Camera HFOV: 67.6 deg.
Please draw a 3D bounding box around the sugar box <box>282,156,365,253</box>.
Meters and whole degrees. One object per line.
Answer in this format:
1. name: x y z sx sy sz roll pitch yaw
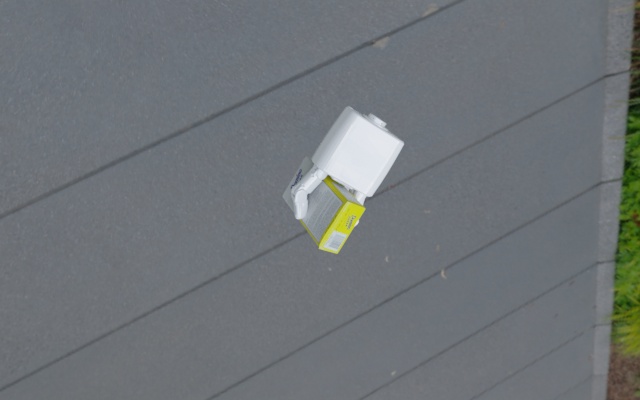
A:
1. sugar box: 0.001 0.003 0.818 0.048 0.093 0.176 22 18 -32
